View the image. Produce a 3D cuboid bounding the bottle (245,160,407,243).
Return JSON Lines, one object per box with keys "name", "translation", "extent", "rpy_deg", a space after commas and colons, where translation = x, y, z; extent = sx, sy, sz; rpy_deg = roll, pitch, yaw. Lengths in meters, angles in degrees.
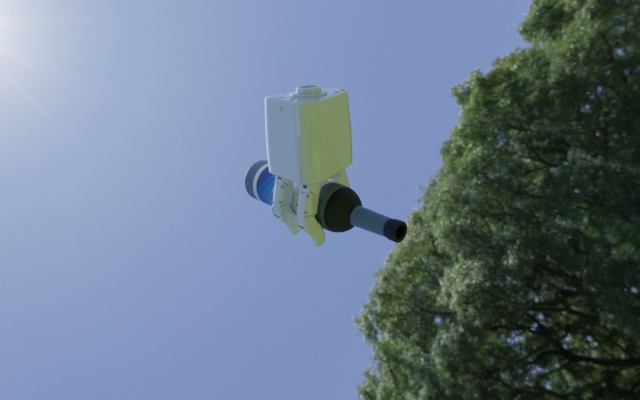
{"name": "bottle", "translation": [0.000, 0.002, 0.684], "extent": [0.069, 0.069, 0.295], "rpy_deg": [0, 14, -43]}
